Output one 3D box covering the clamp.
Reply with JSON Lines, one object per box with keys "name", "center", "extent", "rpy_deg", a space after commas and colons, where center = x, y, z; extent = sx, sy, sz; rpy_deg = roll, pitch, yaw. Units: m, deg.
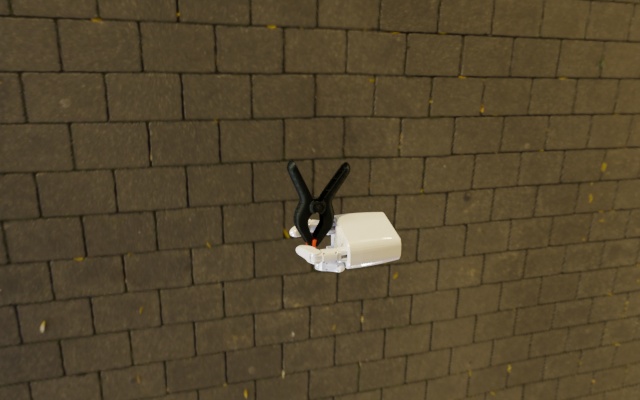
{"name": "clamp", "center": [0.000, 0.003, 0.885], "extent": [0.120, 0.171, 0.039], "rpy_deg": [-6, 19, -13]}
